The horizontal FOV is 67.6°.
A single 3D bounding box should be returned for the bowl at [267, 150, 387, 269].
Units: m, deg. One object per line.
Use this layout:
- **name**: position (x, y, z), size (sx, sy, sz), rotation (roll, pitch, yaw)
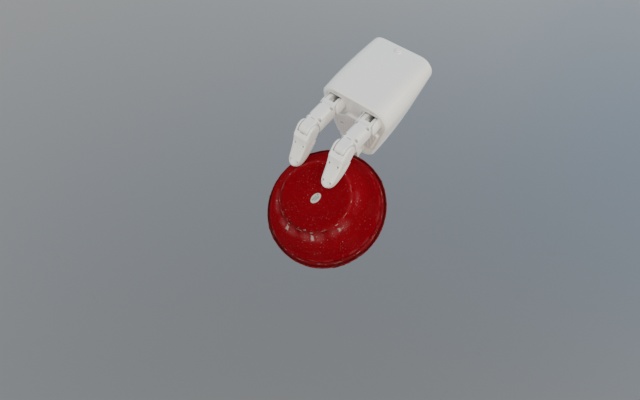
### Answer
- **bowl**: position (-0.001, 0.003, 0.602), size (0.162, 0.162, 0.055), rotation (0, -16, 15)
